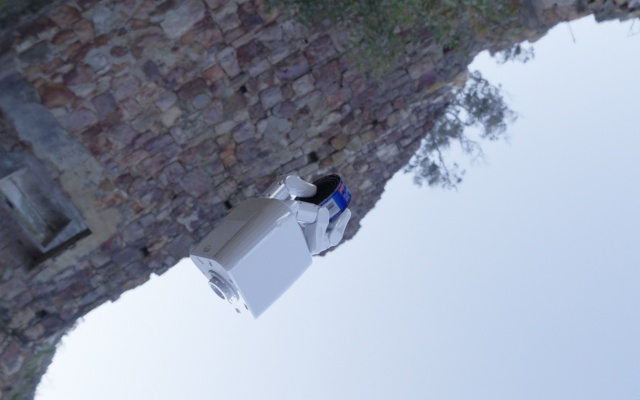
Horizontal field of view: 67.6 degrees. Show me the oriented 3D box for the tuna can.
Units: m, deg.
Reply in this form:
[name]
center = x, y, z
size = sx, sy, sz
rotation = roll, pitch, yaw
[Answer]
[tuna can]
center = 0.000, 0.003, 0.676
size = 0.086, 0.034, 0.086
rotation = -30, 22, 13
